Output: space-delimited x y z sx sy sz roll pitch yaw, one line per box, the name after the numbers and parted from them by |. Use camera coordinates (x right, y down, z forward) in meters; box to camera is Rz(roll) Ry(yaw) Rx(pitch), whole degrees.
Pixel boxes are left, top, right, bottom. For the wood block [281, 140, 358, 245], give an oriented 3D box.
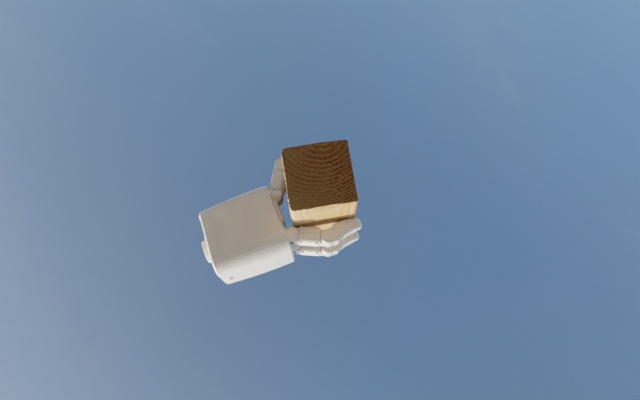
0.000 0.002 0.704 0.090 0.090 0.206 -9 -20 -3 | wood block
